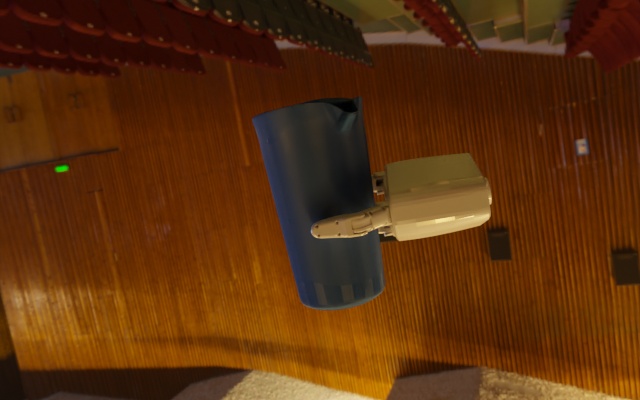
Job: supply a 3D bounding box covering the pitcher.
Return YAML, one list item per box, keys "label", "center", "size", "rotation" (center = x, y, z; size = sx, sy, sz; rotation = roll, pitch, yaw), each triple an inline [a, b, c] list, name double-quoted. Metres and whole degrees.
- label: "pitcher"
  center: [0.000, 0.002, 0.589]
  size: [0.145, 0.243, 0.149]
  rotation: [-10, 6, 10]
